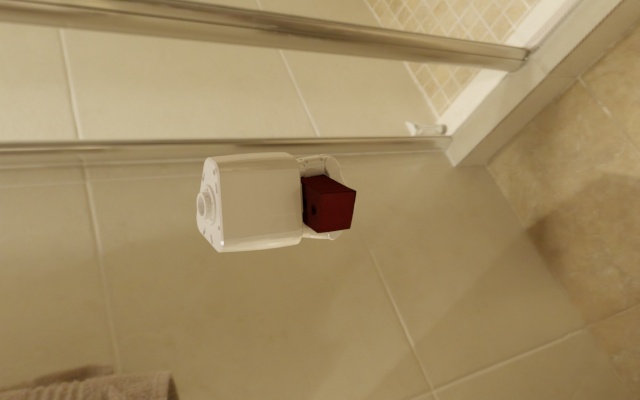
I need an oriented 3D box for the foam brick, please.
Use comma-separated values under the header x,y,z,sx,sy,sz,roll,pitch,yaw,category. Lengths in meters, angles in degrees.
x,y,z,sx,sy,sz,roll,pitch,yaw,category
0.000,0.002,0.606,0.051,0.053,0.078,-5,21,-32,foam brick
